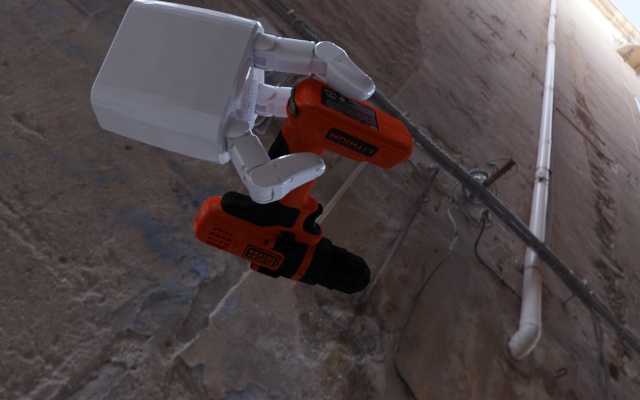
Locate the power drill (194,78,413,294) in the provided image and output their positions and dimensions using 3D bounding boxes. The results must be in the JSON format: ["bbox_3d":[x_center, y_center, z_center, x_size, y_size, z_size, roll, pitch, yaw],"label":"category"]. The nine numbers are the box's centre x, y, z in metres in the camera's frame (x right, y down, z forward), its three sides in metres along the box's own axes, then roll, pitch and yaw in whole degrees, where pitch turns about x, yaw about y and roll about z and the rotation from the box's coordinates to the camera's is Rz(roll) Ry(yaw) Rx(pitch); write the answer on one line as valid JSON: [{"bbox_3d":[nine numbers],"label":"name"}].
[{"bbox_3d":[0.000,0.001,0.428,0.184,0.188,0.057,22,33,-18],"label":"power drill"}]
